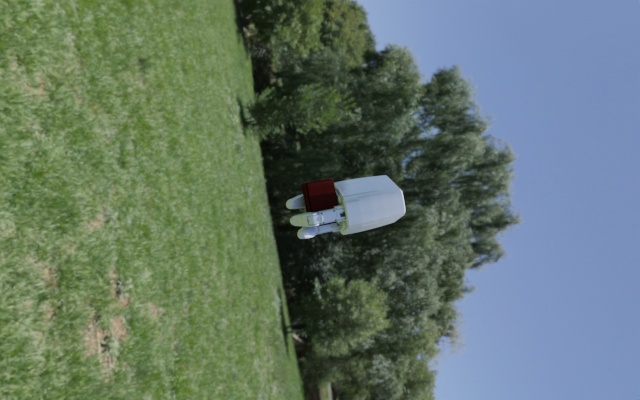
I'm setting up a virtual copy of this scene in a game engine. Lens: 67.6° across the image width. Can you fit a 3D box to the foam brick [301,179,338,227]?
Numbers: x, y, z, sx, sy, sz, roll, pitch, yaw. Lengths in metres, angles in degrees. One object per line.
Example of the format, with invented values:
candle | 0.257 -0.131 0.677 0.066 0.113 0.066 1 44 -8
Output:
foam brick | 0.000 0.003 0.848 0.051 0.078 0.053 -11 6 -9
